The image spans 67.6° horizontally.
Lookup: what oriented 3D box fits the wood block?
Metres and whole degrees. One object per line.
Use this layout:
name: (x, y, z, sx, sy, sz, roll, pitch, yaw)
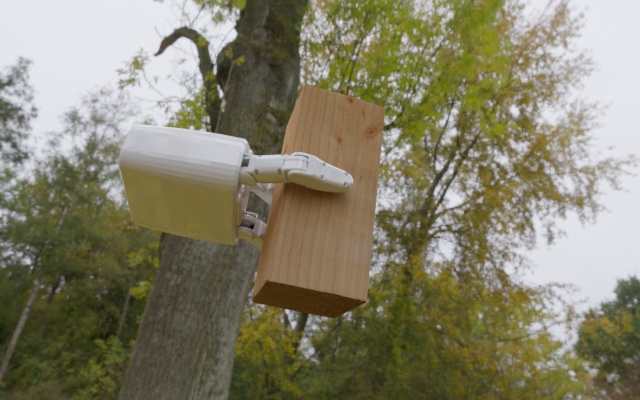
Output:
wood block: (0.000, 0.001, 0.479, 0.090, 0.206, 0.091, 14, -26, -12)
